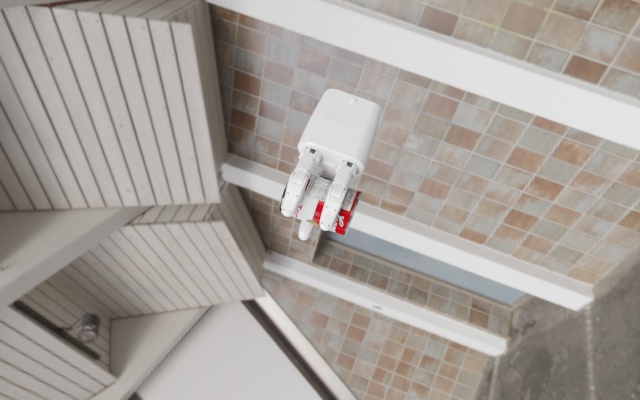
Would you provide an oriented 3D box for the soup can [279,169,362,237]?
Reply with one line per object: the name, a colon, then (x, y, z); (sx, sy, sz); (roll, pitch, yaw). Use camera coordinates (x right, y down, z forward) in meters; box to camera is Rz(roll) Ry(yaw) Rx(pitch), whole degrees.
soup can: (0.000, 0.003, 0.681); (0.102, 0.068, 0.068); (20, 1, 4)
